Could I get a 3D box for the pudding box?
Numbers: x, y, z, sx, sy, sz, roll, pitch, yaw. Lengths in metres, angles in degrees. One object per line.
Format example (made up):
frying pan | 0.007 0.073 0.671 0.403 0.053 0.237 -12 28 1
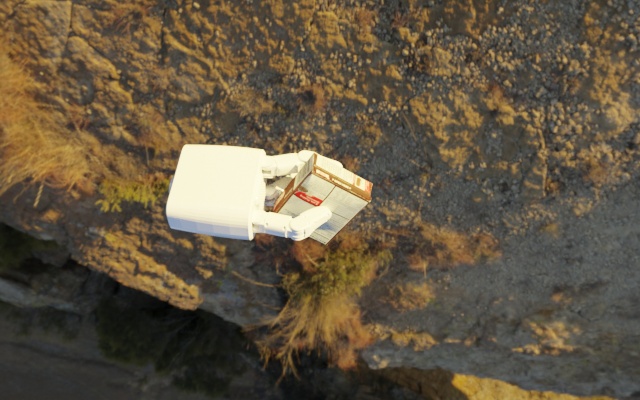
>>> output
pudding box | 0.000 0.002 0.627 0.090 0.039 0.113 26 -45 -18
